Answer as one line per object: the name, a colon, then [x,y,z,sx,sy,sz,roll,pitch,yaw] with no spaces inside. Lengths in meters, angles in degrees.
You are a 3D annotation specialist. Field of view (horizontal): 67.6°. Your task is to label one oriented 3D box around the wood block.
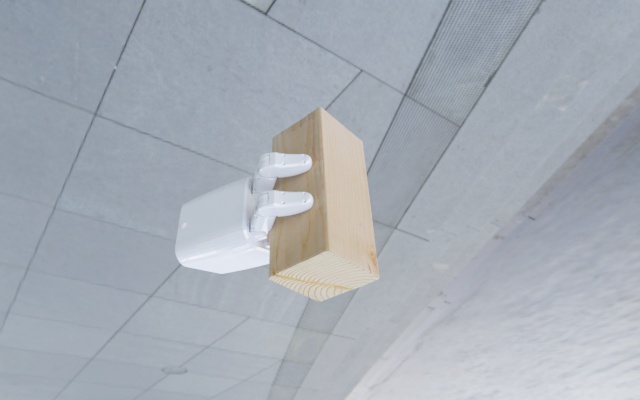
wood block: [0.000,0.002,0.579,0.090,0.206,0.091,-28,-43,30]
